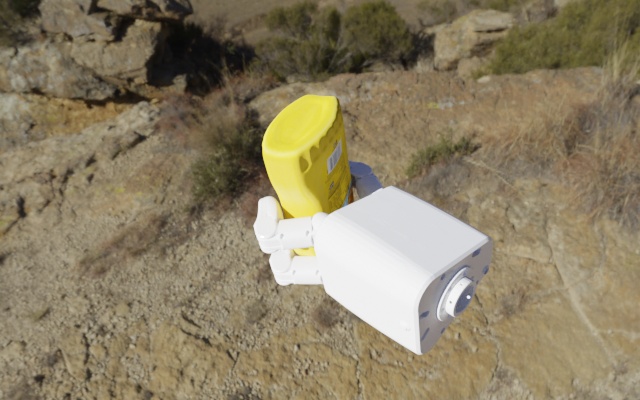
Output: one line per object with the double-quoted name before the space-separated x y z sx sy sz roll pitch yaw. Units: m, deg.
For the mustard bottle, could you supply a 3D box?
"mustard bottle" 0.000 0.001 0.468 0.058 0.192 0.096 8 45 22
